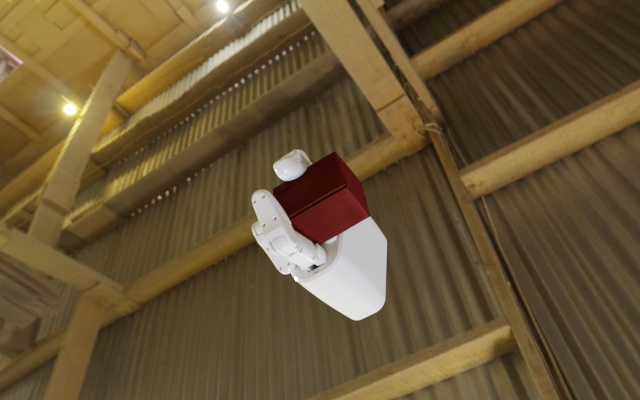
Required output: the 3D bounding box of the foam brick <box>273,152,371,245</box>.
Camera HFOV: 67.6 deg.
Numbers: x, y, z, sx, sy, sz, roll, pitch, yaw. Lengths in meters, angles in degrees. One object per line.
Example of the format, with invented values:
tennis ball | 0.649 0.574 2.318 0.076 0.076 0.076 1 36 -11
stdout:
foam brick | 0.000 0.001 0.461 0.078 0.053 0.051 -30 -49 17
